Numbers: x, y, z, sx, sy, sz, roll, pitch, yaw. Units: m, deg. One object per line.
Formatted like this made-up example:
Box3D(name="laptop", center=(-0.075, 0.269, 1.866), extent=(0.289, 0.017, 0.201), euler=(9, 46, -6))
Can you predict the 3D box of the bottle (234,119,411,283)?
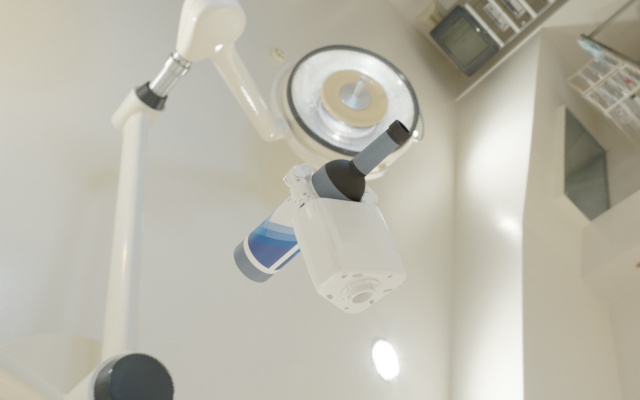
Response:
Box3D(name="bottle", center=(0.000, 0.002, 0.632), extent=(0.296, 0.069, 0.069), euler=(-42, -21, 25))
